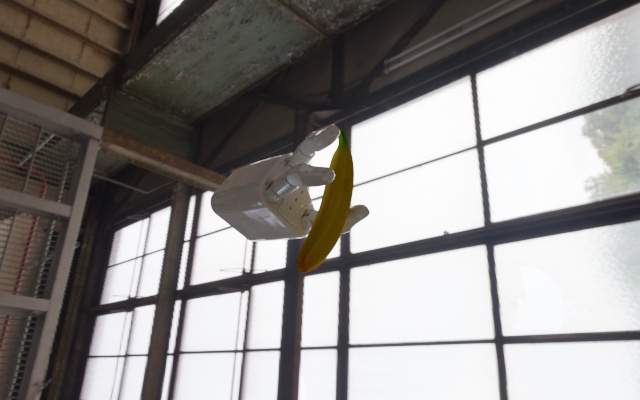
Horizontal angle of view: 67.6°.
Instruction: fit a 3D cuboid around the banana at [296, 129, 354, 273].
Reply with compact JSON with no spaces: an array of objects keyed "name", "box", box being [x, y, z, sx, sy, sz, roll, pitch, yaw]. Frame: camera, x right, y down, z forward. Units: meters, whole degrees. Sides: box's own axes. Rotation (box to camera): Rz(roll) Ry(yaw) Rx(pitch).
[{"name":"banana","box":[0.010,0.008,0.598,0.037,0.197,0.070,-3,-32,31]}]
